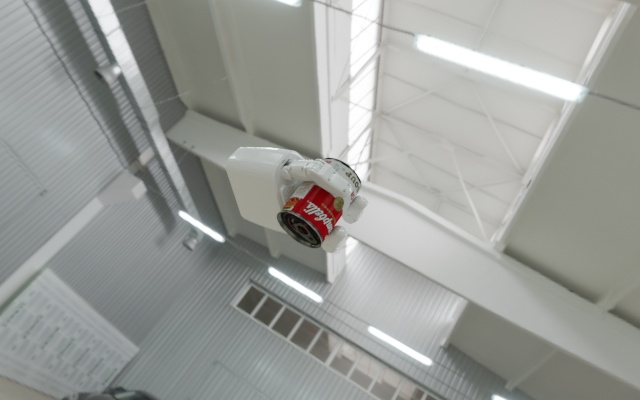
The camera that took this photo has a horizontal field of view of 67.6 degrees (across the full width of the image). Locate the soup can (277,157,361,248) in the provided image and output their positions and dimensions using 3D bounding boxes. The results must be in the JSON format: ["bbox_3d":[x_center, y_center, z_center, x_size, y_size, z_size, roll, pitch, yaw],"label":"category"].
[{"bbox_3d":[0.001,0.002,0.619,0.068,0.102,0.068,28,-29,17],"label":"soup can"}]
